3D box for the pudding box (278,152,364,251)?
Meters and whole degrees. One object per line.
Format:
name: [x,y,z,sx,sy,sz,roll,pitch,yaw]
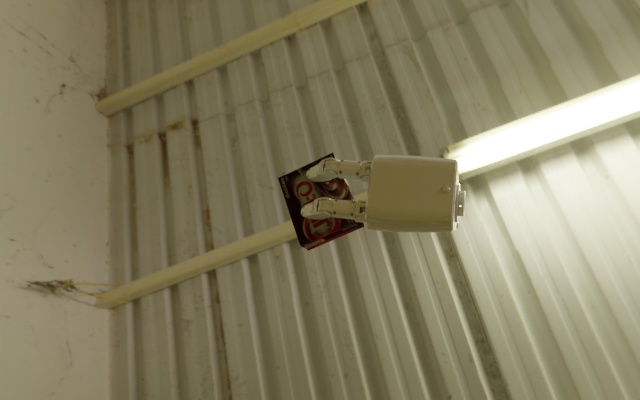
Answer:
pudding box: [0.000,0.002,0.672,0.090,0.113,0.039,-24,-25,9]
